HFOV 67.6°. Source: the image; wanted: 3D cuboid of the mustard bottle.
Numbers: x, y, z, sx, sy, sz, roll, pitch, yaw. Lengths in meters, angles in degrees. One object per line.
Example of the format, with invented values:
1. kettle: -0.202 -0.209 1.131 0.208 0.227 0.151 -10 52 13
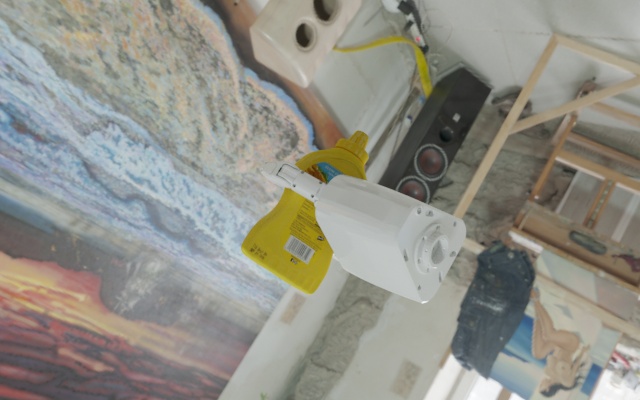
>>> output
1. mustard bottle: 0.000 0.002 0.540 0.096 0.191 0.058 36 -12 -18
